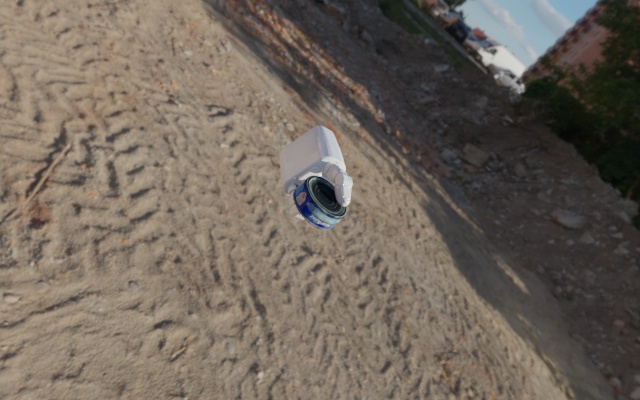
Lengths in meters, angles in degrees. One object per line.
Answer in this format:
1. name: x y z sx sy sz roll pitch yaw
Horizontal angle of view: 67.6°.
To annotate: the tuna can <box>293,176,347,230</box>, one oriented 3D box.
1. tuna can: 0.000 0.002 0.754 0.034 0.086 0.086 -43 -24 29
